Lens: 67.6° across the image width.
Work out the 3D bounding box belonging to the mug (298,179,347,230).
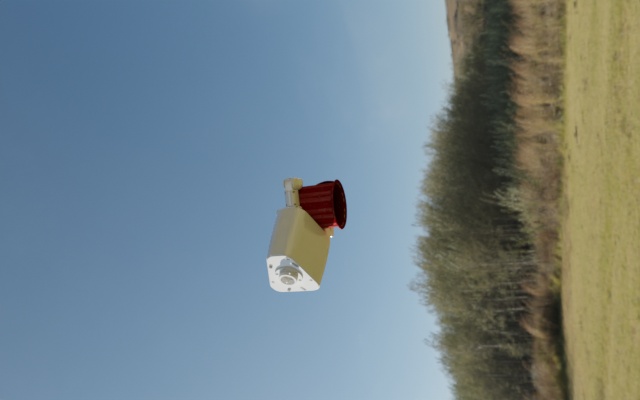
[{"bbox_3d":[0.000,0.002,0.901,0.081,0.093,0.117,-6,42,18],"label":"mug"}]
